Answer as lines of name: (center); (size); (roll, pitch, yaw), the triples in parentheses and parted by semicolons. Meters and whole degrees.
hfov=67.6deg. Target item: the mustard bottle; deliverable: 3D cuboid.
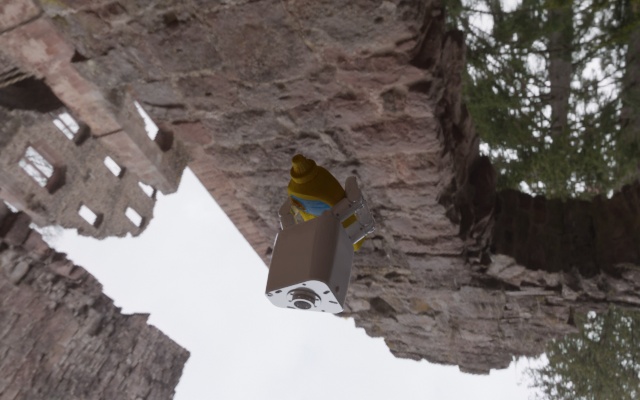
mustard bottle: (0.000, 0.002, 0.742); (0.096, 0.058, 0.192); (14, -33, 36)
